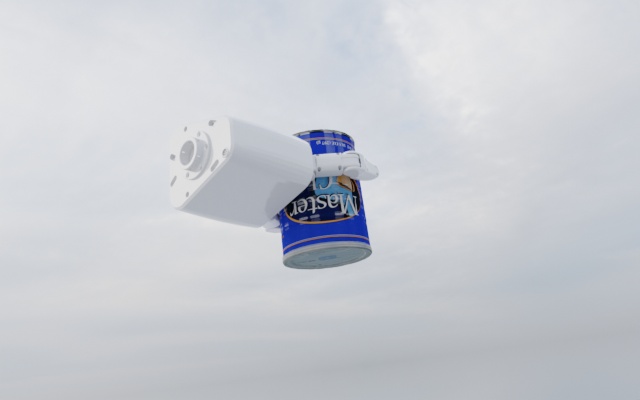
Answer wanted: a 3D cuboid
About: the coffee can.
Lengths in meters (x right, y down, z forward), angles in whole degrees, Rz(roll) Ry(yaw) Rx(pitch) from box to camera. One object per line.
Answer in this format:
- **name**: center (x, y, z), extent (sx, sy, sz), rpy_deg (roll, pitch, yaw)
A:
- **coffee can**: center (0.000, 0.002, 0.566), extent (0.103, 0.140, 0.103), rpy_deg (-6, -19, -2)
